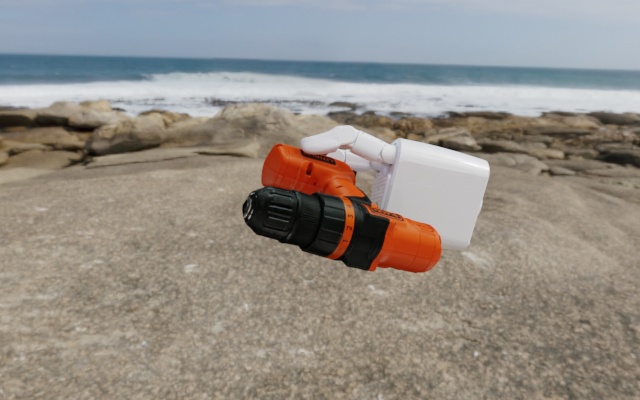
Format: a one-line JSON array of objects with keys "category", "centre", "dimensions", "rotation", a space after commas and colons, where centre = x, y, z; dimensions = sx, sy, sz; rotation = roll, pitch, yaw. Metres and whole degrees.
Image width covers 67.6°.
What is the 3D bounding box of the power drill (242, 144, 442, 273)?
[{"category": "power drill", "centre": [0.000, 0.001, 0.459], "dimensions": [0.184, 0.057, 0.187], "rotation": [17, 16, -26]}]
